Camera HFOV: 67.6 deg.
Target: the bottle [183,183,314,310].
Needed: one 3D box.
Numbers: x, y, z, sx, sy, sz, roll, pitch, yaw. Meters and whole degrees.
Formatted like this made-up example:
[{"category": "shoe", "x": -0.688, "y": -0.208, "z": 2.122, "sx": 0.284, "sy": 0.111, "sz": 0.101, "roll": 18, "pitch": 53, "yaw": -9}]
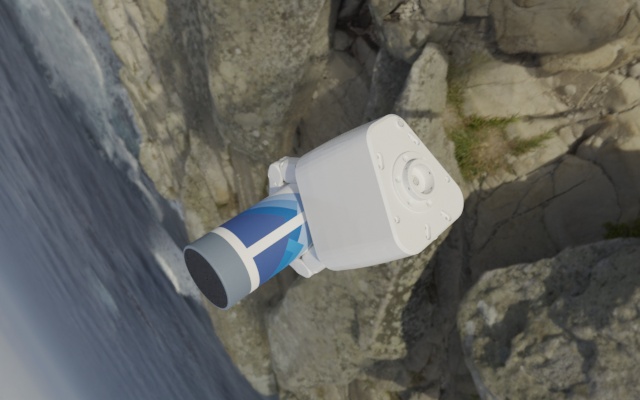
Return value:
[{"category": "bottle", "x": 0.000, "y": 0.002, "z": 0.501, "sx": 0.295, "sy": 0.069, "sz": 0.069, "roll": -34, "pitch": 21, "yaw": -35}]
